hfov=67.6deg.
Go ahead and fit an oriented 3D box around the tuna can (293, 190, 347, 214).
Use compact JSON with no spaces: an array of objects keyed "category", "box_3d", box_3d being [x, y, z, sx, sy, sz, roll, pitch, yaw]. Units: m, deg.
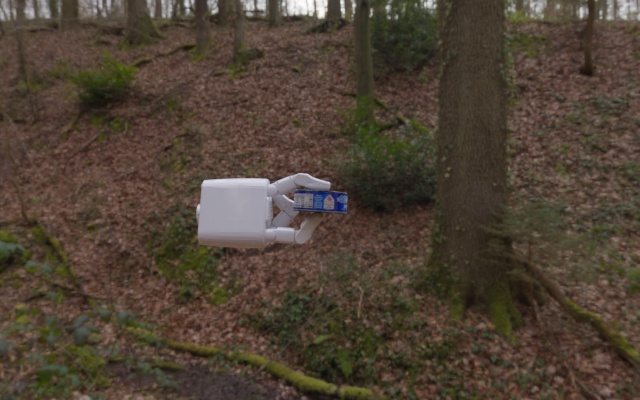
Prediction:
[{"category":"tuna can","box_3d":[0.000,0.002,0.757,0.086,0.034,0.086,4,-1,0]}]
